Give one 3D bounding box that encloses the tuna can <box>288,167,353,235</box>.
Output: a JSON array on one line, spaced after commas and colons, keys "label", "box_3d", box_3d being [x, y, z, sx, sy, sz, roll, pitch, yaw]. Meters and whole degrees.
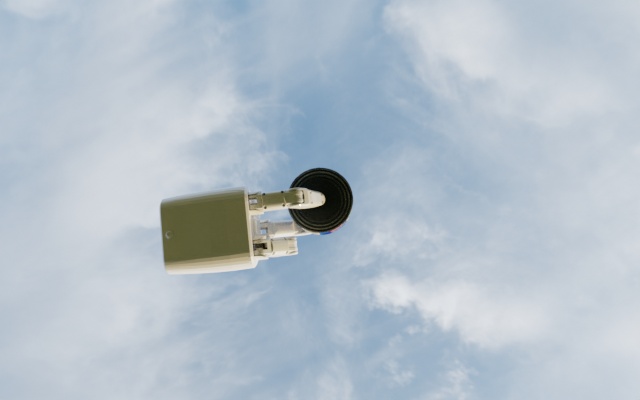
[{"label": "tuna can", "box_3d": [0.000, 0.002, 0.629, 0.086, 0.086, 0.034, 0, -11, 3]}]
